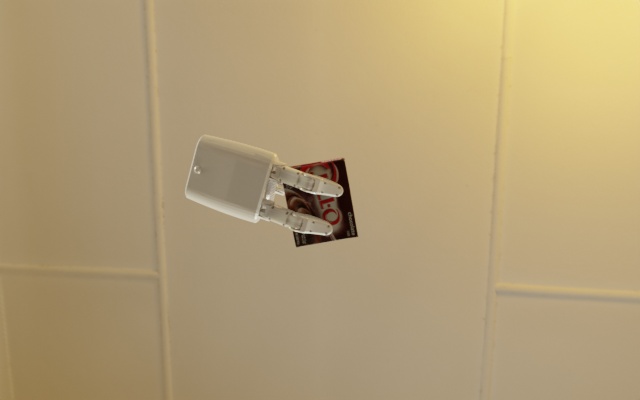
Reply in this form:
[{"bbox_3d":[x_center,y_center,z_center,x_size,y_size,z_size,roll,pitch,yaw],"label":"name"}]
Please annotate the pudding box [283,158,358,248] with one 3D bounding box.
[{"bbox_3d":[0.000,0.002,0.671,0.090,0.113,0.039,-10,9,7],"label":"pudding box"}]
